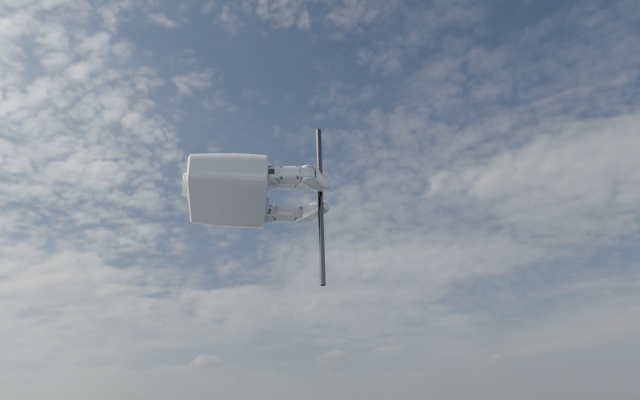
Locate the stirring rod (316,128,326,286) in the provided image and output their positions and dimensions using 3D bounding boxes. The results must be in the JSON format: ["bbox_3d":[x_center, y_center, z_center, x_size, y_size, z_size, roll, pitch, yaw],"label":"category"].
[{"bbox_3d":[0.000,0.002,0.681,0.011,0.239,0.011,-1,-23,-1],"label":"stirring rod"}]
